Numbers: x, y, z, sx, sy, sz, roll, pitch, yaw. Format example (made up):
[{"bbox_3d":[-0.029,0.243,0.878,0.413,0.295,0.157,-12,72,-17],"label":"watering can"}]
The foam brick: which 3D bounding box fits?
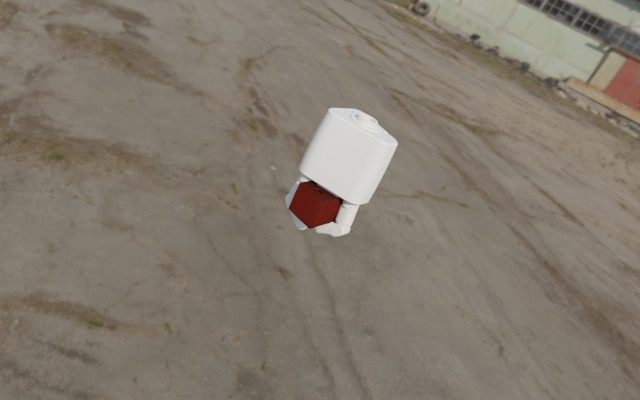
[{"bbox_3d":[0.000,0.003,0.731,0.053,0.051,0.078,40,29,25],"label":"foam brick"}]
